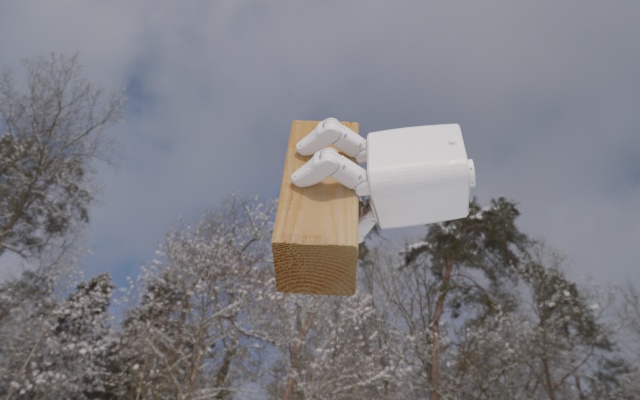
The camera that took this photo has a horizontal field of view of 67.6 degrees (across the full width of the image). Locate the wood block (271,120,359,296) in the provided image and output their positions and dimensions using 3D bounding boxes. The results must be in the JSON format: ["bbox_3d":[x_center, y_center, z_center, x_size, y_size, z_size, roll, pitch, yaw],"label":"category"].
[{"bbox_3d":[0.001,0.002,0.575,0.090,0.091,0.206,2,45,3],"label":"wood block"}]
